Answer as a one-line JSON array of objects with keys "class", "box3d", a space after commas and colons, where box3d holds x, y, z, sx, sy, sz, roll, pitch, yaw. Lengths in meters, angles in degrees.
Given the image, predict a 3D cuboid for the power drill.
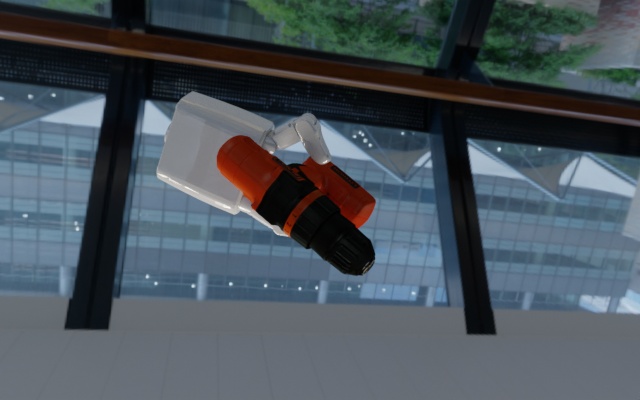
[{"class": "power drill", "box3d": [0.000, 0.002, 0.511, 0.184, 0.057, 0.187, 41, 13, 15]}]
